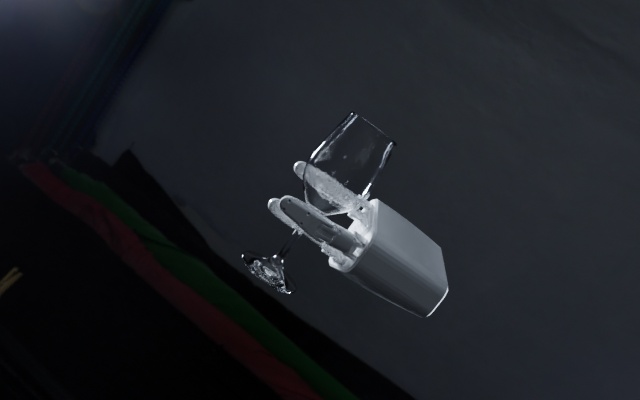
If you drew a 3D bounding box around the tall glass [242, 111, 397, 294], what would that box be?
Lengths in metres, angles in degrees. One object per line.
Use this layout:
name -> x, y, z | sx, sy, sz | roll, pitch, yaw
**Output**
tall glass -> 0.000, 0.002, 0.526 | 0.079, 0.201, 0.079 | 35, 9, -6
